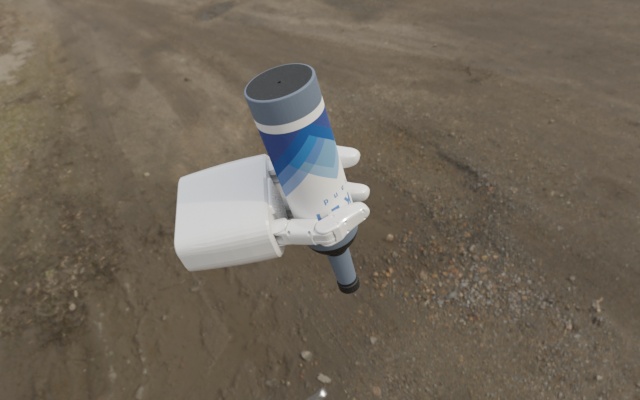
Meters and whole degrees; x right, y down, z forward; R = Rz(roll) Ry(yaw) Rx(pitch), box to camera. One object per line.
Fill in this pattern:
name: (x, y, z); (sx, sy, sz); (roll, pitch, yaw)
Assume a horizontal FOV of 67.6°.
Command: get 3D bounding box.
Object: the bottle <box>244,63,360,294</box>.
bottle: (0.000, 0.002, 0.517); (0.069, 0.296, 0.069); (-11, 40, 10)
